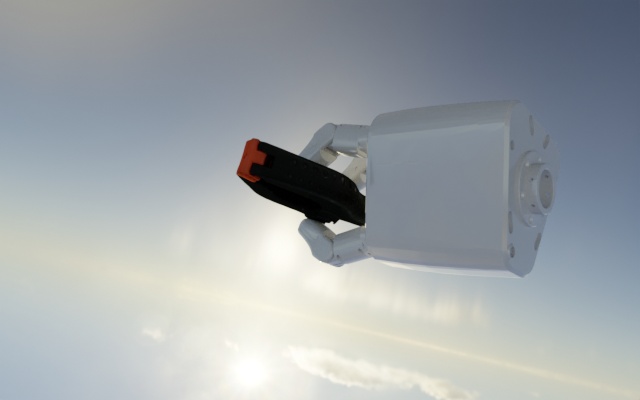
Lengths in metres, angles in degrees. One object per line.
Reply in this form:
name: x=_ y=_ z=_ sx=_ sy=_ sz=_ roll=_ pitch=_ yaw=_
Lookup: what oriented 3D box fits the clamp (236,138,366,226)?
clamp: x=0.000 y=0.002 z=0.428 sx=0.164 sy=0.036 sz=0.210 roll=2 pitch=-17 yaw=46
